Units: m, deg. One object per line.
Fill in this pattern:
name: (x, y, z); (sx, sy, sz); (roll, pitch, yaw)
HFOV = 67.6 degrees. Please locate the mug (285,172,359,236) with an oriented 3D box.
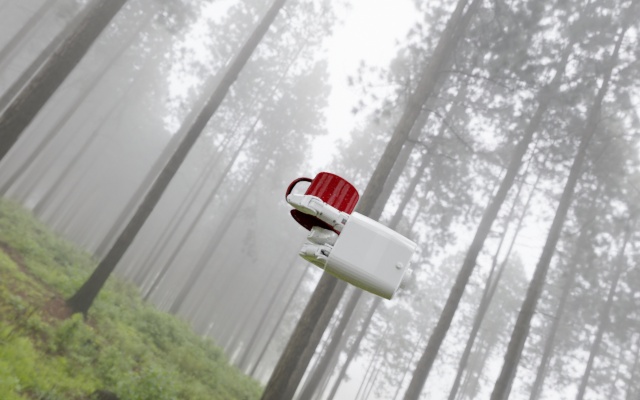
mug: (-0.001, 0.002, 0.773); (0.117, 0.081, 0.093); (27, -19, 11)
